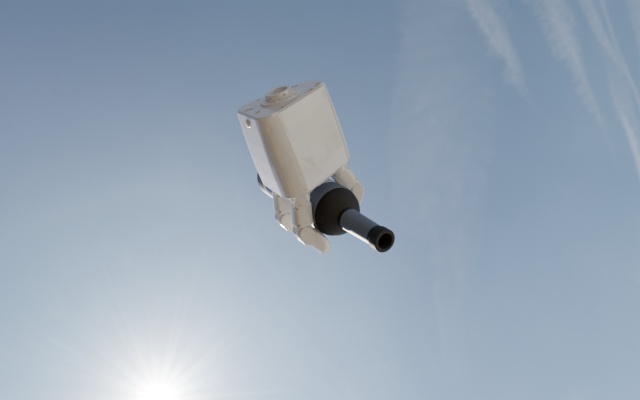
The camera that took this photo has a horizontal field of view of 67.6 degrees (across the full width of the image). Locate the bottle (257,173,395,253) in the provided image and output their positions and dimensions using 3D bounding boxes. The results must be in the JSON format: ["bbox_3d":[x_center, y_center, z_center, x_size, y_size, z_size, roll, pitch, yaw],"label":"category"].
[{"bbox_3d":[0.000,0.002,0.645,0.069,0.069,0.295,0,17,-30],"label":"bottle"}]
